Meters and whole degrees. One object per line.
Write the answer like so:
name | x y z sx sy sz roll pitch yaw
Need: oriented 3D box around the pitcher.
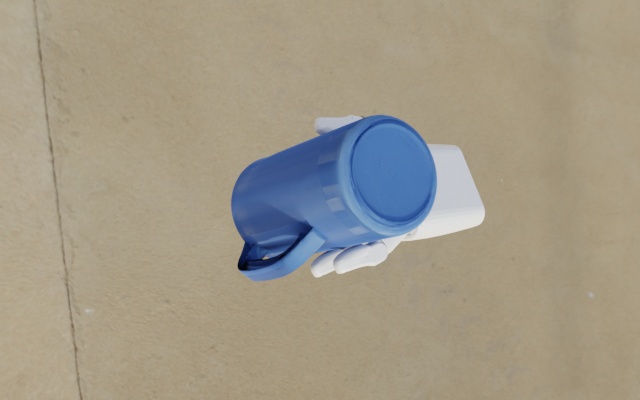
pitcher | 0.000 0.002 0.507 0.145 0.149 0.243 -6 -5 -30
